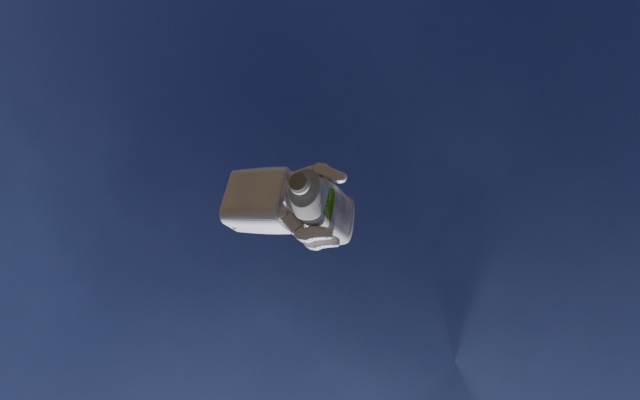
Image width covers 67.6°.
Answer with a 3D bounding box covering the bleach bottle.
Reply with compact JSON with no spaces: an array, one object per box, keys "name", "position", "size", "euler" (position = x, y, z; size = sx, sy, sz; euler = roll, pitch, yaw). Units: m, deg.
[{"name":"bleach bottle","position":[0.000,0.003,0.808],"size":[0.068,0.102,0.251],"euler":[-1,-18,16]}]
